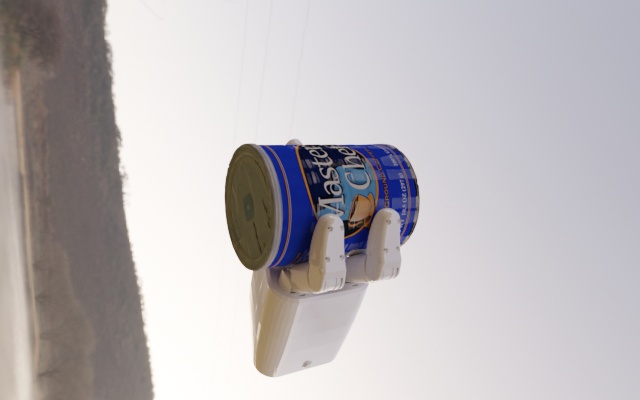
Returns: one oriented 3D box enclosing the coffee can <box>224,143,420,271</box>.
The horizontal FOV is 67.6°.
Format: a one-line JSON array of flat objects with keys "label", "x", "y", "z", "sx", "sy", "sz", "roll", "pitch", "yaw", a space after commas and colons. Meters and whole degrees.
[{"label": "coffee can", "x": 0.000, "y": 0.001, "z": 0.418, "sx": 0.140, "sy": 0.103, "sz": 0.103, "roll": -4, "pitch": 2, "yaw": -31}]
